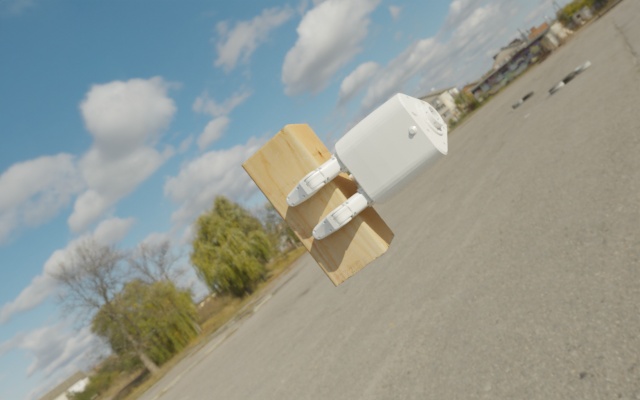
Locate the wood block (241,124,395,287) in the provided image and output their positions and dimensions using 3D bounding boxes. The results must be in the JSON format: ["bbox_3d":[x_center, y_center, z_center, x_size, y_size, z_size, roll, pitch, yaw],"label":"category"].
[{"bbox_3d":[0.000,0.002,0.663,0.090,0.206,0.091,-39,-2,19],"label":"wood block"}]
